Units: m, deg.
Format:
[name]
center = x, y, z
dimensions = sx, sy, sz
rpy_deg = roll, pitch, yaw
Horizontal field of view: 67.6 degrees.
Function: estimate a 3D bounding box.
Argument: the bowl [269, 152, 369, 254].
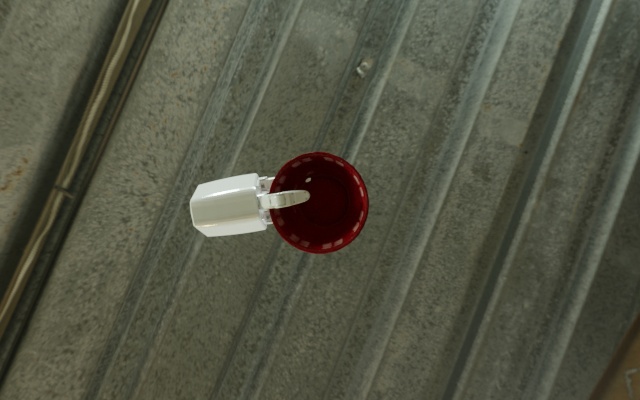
[bowl]
center = 0.002, 0.003, 0.775
dimensions = 0.162, 0.162, 0.055
rpy_deg = 0, 5, 11
